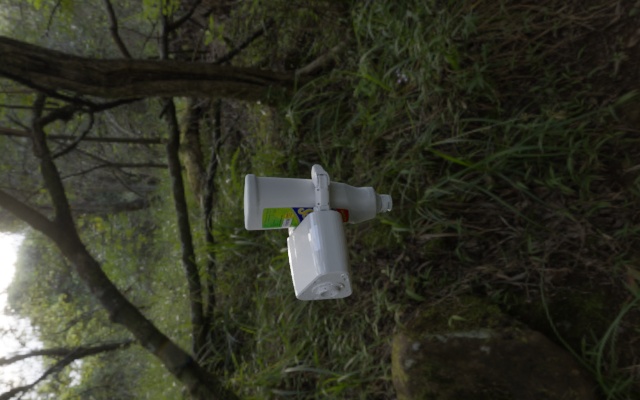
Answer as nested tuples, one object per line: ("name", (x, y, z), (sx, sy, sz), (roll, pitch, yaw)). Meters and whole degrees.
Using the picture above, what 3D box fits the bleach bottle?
("bleach bottle", (0.000, 0.003, 0.805), (0.251, 0.068, 0.103), (-1, -33, -12))
